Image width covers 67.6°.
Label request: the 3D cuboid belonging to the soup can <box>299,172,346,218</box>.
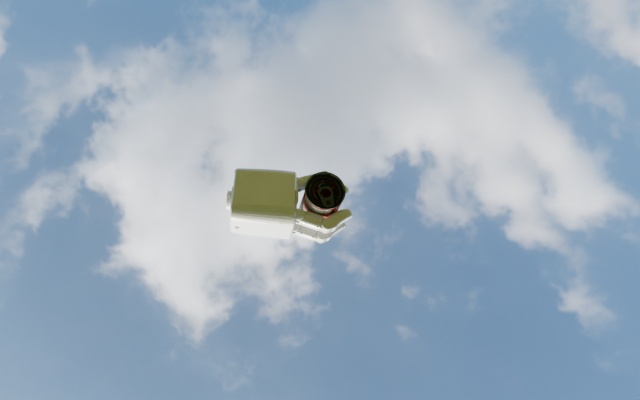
[{"bbox_3d":[0.001,0.003,0.827,0.068,0.068,0.102,0,-23,-10],"label":"soup can"}]
